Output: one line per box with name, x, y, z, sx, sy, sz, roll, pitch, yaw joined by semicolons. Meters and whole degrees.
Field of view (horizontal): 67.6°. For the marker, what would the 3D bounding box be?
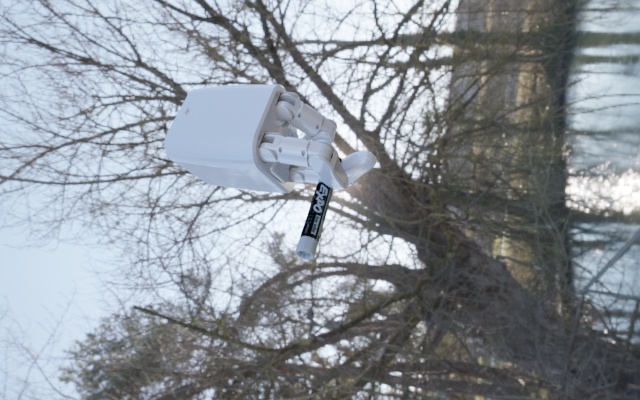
marker;0.000;0.002;0.473;0.020;0.121;0.020;12;-32;8
